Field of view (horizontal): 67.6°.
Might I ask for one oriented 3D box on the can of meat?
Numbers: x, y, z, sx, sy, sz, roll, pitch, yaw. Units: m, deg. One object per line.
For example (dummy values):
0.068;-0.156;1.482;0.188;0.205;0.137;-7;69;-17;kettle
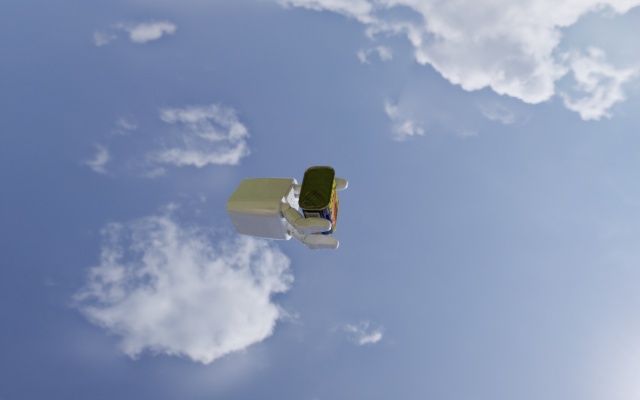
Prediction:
0.000;0.003;0.866;0.057;0.102;0.084;0;-41;12;can of meat
